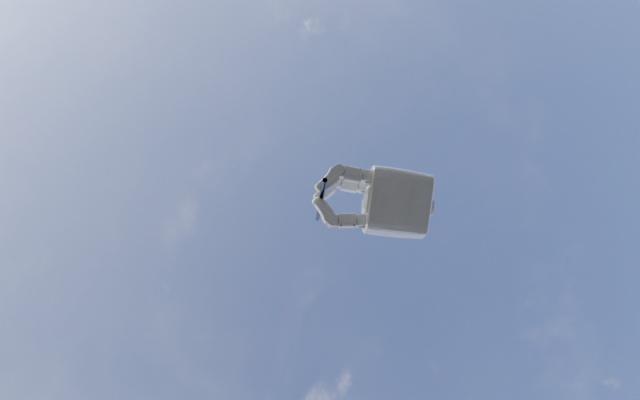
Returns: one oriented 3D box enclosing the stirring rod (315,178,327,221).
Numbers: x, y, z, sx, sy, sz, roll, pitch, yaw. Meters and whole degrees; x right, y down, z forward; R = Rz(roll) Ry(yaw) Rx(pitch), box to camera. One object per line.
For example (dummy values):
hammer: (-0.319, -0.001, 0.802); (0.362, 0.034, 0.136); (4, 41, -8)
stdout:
stirring rod: (0.000, 0.003, 0.842); (0.011, 0.011, 0.239); (0, -16, -3)
